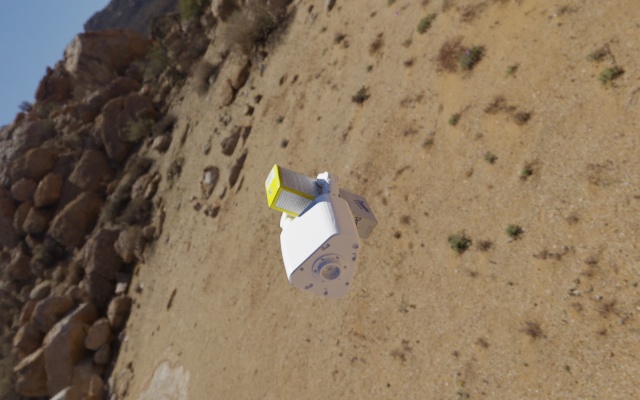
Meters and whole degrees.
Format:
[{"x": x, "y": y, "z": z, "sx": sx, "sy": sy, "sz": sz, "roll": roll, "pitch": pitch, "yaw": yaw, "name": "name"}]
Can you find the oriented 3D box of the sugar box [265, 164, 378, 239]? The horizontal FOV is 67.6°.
[{"x": 0.000, "y": 0.003, "z": 0.786, "sx": 0.176, "sy": 0.048, "sz": 0.093, "roll": 22, "pitch": 22, "yaw": -20, "name": "sugar box"}]
